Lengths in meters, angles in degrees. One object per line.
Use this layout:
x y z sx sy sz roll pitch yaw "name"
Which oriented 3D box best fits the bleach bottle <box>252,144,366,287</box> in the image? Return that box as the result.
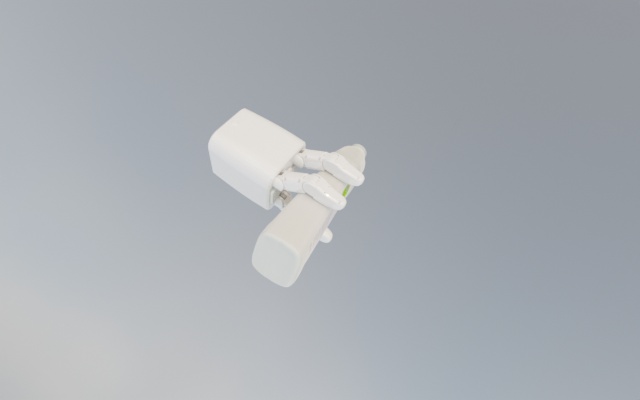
0.000 0.002 0.691 0.068 0.250 0.103 32 -40 7 "bleach bottle"
